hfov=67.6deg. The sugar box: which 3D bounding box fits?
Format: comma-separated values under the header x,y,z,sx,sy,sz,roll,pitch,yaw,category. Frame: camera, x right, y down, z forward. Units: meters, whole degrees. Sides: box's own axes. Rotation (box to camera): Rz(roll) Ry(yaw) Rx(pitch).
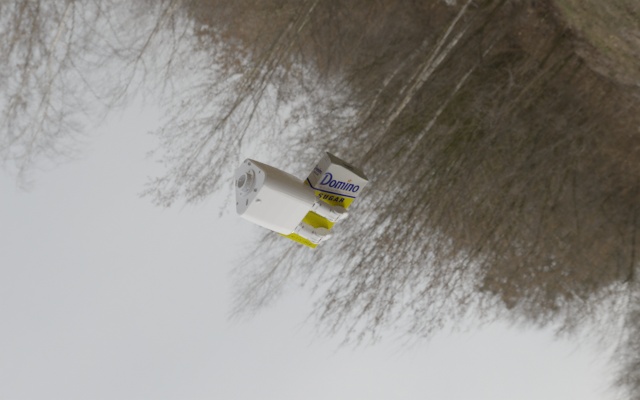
x,y,z,sx,sy,sz,roll,pitch,yaw,category
0.000,0.003,0.896,0.093,0.176,0.048,25,25,-32,sugar box
